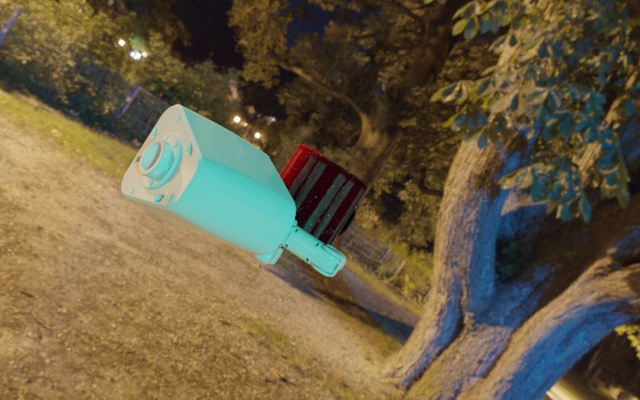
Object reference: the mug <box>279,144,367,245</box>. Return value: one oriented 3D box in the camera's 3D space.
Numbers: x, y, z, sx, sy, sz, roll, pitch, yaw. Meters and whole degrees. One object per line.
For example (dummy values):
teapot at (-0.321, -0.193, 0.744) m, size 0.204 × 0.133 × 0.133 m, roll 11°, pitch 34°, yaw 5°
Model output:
mug at (0.001, 0.002, 0.490) m, size 0.117 × 0.081 × 0.093 m, roll 30°, pitch 4°, yaw -46°
